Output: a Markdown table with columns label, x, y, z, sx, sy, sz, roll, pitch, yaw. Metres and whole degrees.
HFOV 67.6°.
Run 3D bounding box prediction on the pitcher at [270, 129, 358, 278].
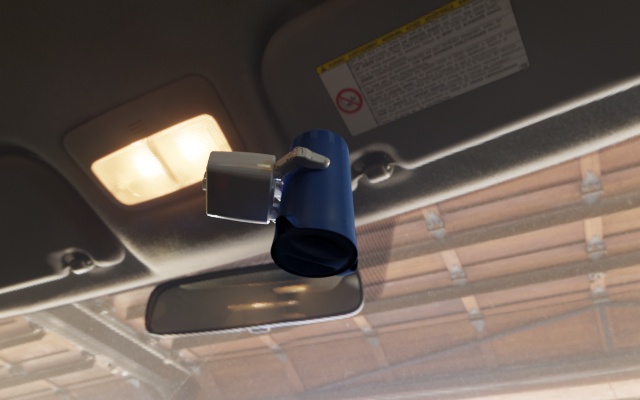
| label | x | y | z | sx | sy | sz | roll | pitch | yaw |
| --- | --- | --- | --- | --- | --- | --- | --- | --- | --- |
| pitcher | 0.000 | 0.003 | 0.802 | 0.145 | 0.242 | 0.149 | 6 | -41 | -3 |
